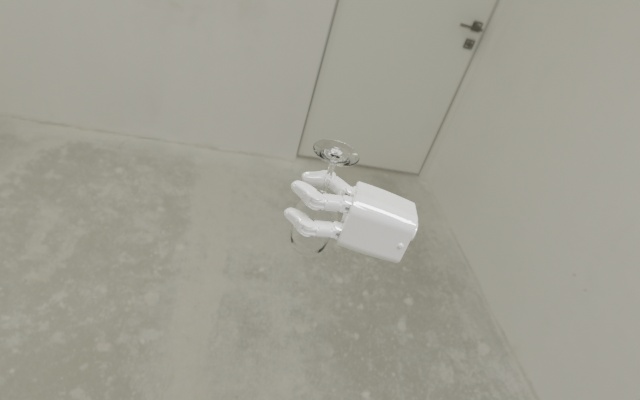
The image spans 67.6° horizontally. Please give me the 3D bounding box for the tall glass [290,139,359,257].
[{"bbox_3d":[0.000,0.002,0.794,0.079,0.201,0.079,12,36,-9],"label":"tall glass"}]
